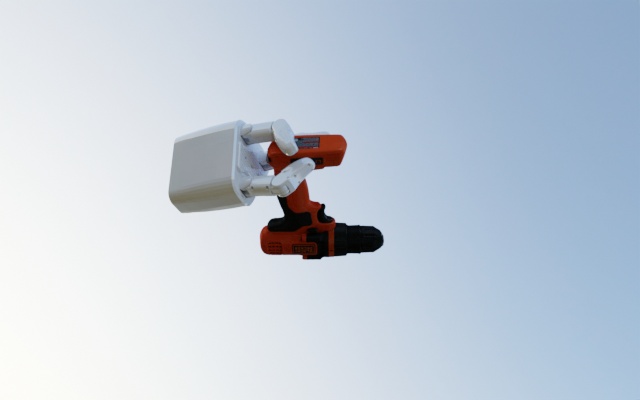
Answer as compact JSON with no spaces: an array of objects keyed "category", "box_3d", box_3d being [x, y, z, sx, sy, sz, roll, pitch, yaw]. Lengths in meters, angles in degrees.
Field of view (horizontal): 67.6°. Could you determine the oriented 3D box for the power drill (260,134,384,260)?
[{"category":"power drill","box_3d":[0.000,0.002,0.673,0.184,0.188,0.057,-2,31,0]}]
